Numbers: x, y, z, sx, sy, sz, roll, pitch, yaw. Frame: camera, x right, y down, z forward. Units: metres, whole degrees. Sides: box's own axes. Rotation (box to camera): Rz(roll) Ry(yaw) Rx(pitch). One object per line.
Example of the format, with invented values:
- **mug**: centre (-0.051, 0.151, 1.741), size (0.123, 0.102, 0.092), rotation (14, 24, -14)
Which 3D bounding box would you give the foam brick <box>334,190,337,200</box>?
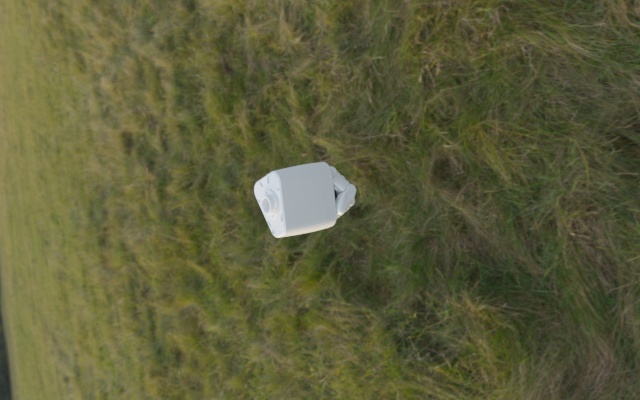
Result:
- **foam brick**: centre (0.000, 0.003, 0.899), size (0.051, 0.053, 0.078), rotation (-16, -6, -36)
